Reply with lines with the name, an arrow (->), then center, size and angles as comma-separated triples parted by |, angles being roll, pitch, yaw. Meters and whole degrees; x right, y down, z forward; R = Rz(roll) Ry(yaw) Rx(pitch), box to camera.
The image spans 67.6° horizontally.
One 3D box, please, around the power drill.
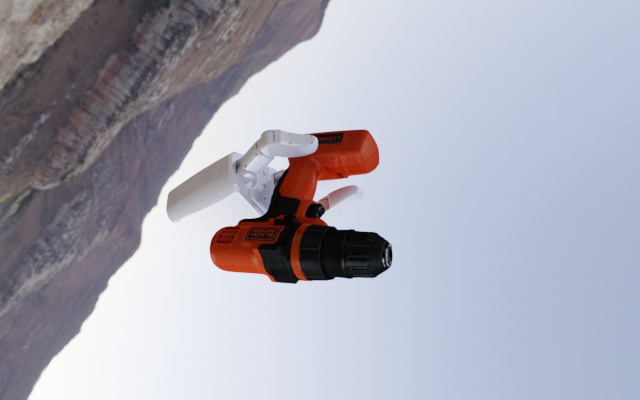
power drill -> 0.000, 0.001, 0.483 | 0.184, 0.057, 0.187 | 0, 40, 27
